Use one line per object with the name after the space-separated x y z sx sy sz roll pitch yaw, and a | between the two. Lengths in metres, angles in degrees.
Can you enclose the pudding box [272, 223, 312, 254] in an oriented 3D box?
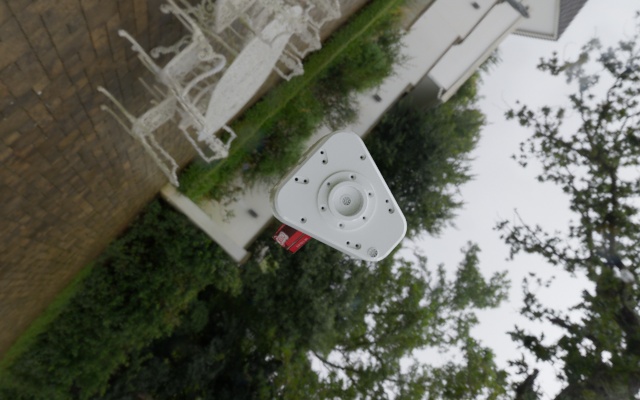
0.000 0.002 0.556 0.113 0.039 0.090 -48 3 -32 | pudding box
